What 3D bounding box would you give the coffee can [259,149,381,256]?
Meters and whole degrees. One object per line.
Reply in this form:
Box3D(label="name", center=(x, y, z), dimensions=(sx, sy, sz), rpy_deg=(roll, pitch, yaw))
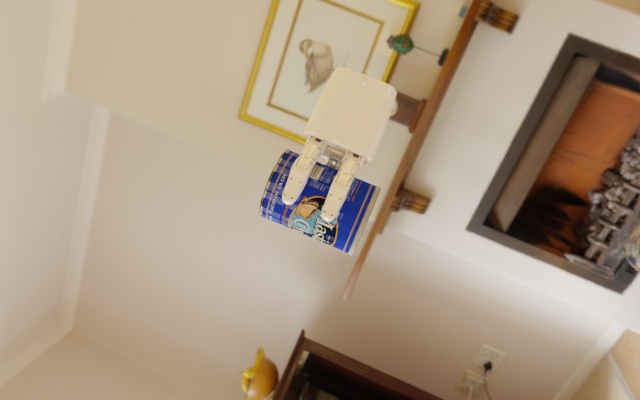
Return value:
Box3D(label="coffee can", center=(0.000, 0.002, 0.664), dimensions=(0.140, 0.103, 0.103), rpy_deg=(23, 2, 5))
